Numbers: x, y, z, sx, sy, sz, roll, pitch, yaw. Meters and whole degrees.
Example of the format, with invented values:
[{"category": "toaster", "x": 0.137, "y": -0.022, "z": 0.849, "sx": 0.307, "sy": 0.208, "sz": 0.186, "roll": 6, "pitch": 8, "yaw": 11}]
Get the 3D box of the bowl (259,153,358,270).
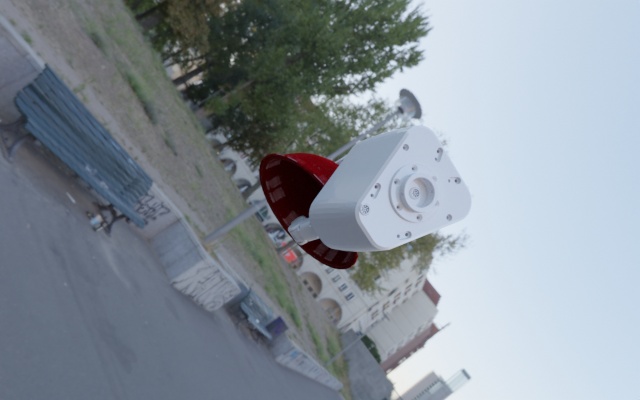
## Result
[{"category": "bowl", "x": 0.000, "y": 0.002, "z": 0.566, "sx": 0.055, "sy": 0.162, "sz": 0.162, "roll": -39, "pitch": 20, "yaw": -27}]
